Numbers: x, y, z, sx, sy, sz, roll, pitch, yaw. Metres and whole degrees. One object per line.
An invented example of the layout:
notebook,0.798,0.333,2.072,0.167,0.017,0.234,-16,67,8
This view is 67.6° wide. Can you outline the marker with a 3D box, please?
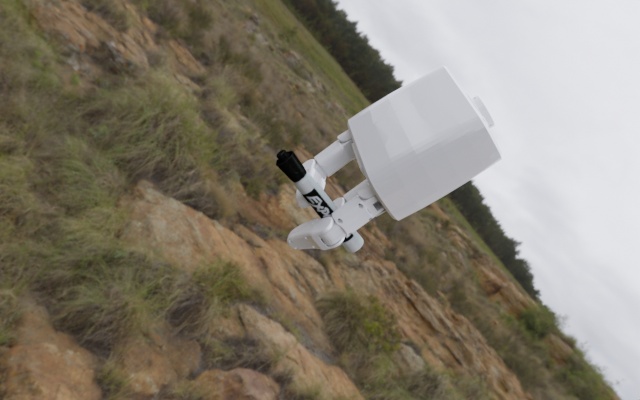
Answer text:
marker,0.000,0.001,0.432,0.020,0.020,0.121,0,-44,51
